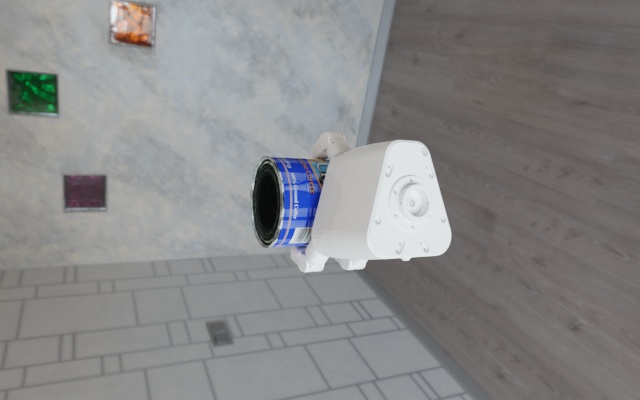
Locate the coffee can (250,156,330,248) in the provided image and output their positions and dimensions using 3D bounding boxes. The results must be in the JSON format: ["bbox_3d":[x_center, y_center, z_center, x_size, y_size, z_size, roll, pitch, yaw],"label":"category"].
[{"bbox_3d":[0.000,0.002,0.561,0.140,0.103,0.103,0,0,-26],"label":"coffee can"}]
